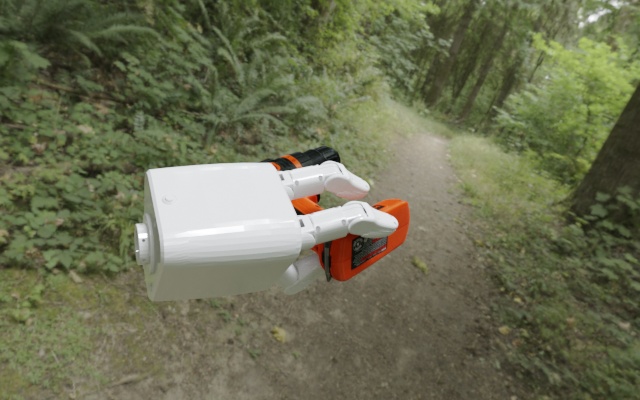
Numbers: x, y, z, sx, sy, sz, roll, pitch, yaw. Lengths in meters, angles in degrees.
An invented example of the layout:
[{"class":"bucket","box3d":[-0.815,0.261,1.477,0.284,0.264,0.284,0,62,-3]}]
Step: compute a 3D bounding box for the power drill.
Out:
[{"class":"power drill","box3d":[0.000,0.002,0.516,0.184,0.057,0.187,-28,38,-35]}]
